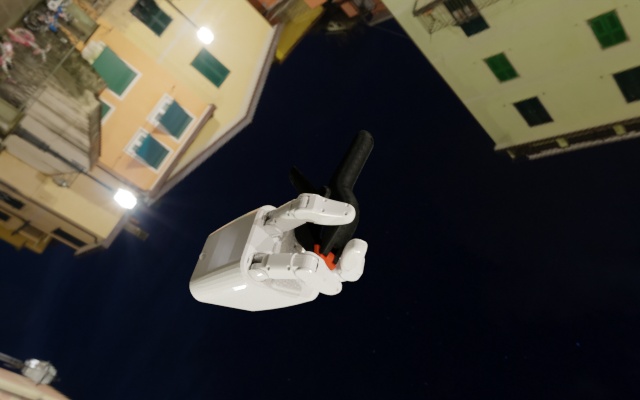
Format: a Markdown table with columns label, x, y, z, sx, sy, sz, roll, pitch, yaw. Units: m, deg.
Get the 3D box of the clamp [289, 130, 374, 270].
| label | x | y | z | sx | sy | sz | roll | pitch | yaw |
| --- | --- | --- | --- | --- | --- | --- | --- | --- | --- |
| clamp | 0.001 | 0.002 | 0.543 | 0.120 | 0.171 | 0.039 | -23 | -50 | 40 |
